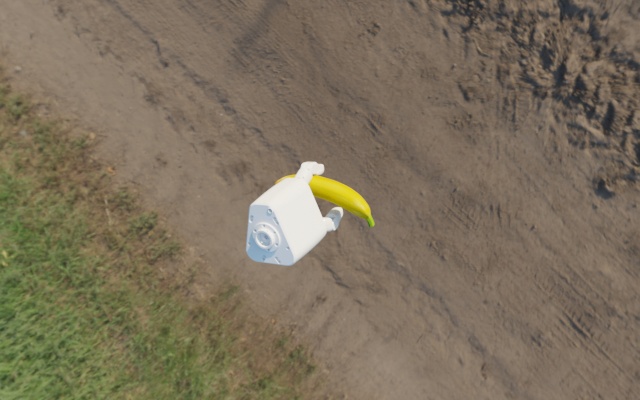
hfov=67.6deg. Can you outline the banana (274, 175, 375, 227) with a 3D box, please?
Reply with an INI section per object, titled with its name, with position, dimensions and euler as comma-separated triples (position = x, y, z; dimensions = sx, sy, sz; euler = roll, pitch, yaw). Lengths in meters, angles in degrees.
[banana]
position = 0.006, -0.010, 0.842
dimensions = 0.198, 0.070, 0.037
euler = 23, 40, 13
